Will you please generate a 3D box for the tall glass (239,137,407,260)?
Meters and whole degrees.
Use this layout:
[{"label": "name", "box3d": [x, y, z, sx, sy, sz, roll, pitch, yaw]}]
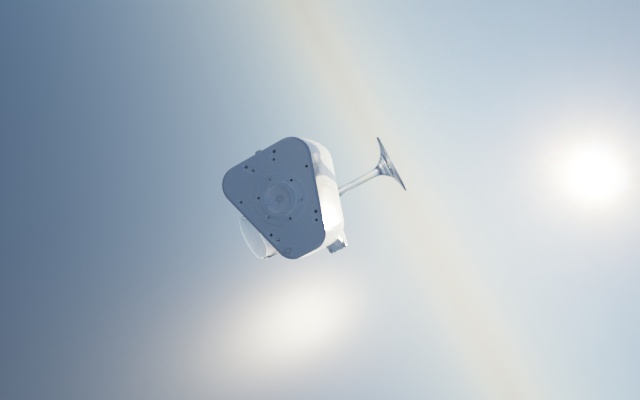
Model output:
[{"label": "tall glass", "box3d": [0.001, 0.002, 0.592, 0.201, 0.079, 0.079, -28, -5, 9]}]
